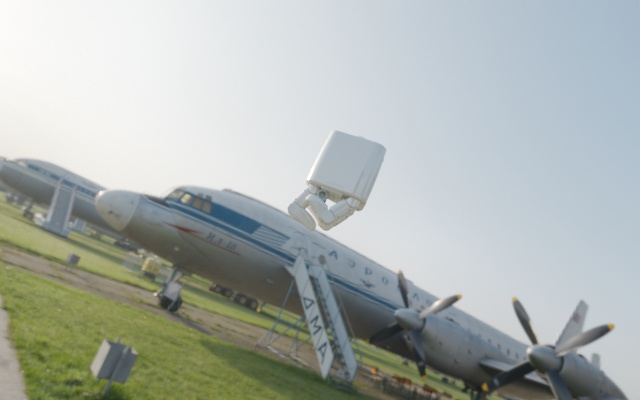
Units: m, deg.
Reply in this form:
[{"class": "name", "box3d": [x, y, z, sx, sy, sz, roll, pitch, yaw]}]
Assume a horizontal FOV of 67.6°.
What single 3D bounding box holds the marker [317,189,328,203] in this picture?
[{"class": "marker", "box3d": [0.000, 0.003, 0.863, 0.020, 0.020, 0.121, 0, -12, -3]}]
